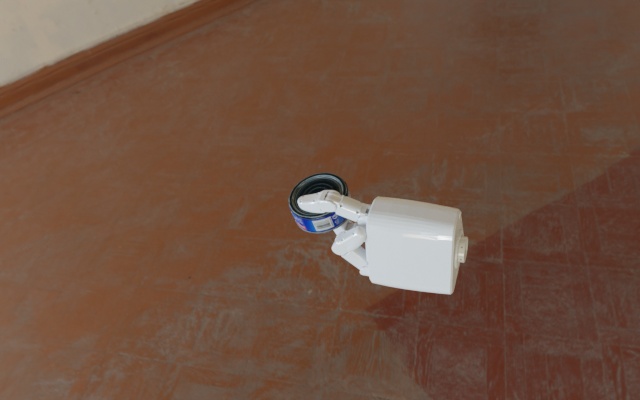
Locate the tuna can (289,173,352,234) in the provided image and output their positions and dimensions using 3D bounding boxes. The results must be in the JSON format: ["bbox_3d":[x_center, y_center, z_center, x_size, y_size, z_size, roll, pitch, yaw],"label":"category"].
[{"bbox_3d":[0.000,0.002,0.660,0.086,0.086,0.034,0,-41,21],"label":"tuna can"}]
